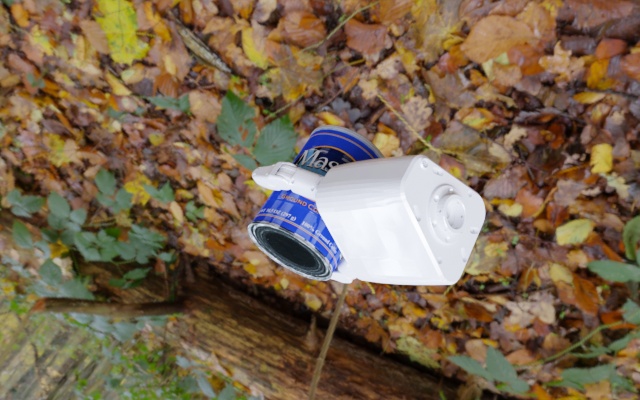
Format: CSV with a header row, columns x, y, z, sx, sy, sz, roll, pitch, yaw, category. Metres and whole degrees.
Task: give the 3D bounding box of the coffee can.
x,y,z,sx,sy,sz,roll,pitch,yaw,category
0.000,0.002,0.529,0.103,0.140,0.103,25,-26,14,coffee can
